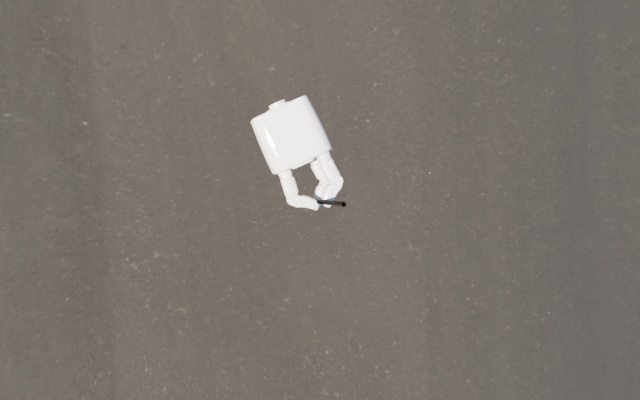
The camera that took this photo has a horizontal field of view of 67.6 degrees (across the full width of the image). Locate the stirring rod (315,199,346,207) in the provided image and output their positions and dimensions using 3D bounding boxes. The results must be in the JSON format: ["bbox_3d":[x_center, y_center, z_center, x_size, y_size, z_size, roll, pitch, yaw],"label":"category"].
[{"bbox_3d":[0.000,0.003,0.858,0.011,0.011,0.239,0,2,-18],"label":"stirring rod"}]
